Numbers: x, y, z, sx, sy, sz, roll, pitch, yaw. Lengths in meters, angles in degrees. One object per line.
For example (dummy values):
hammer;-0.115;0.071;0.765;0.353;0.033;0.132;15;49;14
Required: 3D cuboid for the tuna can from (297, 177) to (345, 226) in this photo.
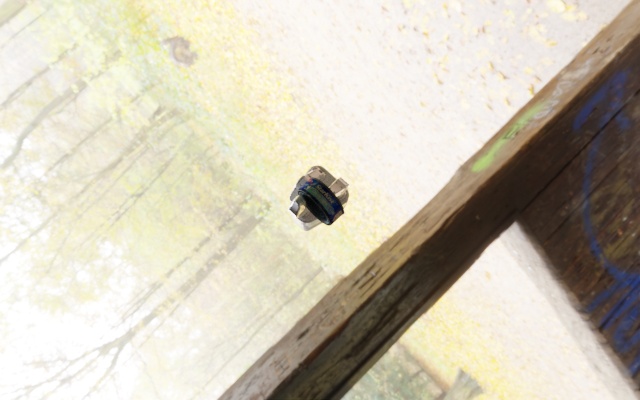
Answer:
tuna can;0.000;0.003;0.825;0.033;0.086;0.086;-42;12;-14
